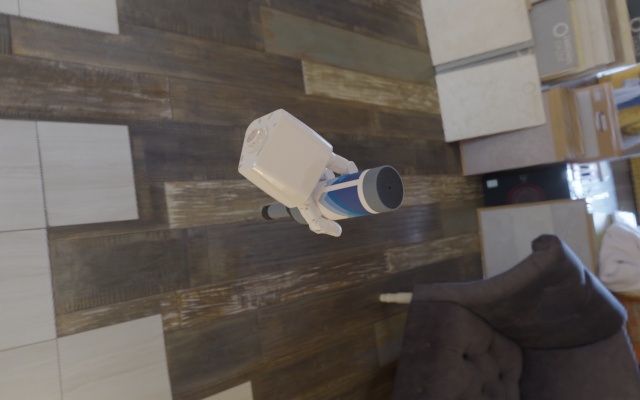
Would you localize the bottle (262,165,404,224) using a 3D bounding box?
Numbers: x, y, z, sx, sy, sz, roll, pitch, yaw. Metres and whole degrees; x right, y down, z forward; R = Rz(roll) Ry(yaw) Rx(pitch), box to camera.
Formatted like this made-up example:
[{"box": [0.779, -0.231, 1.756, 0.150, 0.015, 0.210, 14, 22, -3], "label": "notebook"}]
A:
[{"box": [0.000, 0.003, 0.794, 0.069, 0.069, 0.296, 0, -8, -44], "label": "bottle"}]
